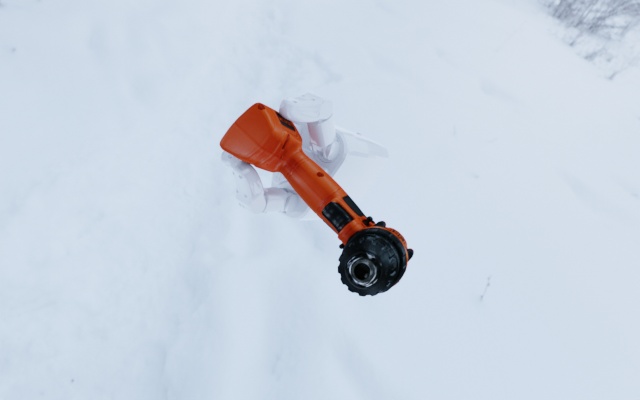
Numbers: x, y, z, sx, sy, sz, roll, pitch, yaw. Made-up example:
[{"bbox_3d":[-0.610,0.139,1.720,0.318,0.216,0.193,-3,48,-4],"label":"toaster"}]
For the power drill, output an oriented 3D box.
[{"bbox_3d":[0.000,0.001,0.412,0.057,0.187,0.184,-44,-10,6],"label":"power drill"}]
